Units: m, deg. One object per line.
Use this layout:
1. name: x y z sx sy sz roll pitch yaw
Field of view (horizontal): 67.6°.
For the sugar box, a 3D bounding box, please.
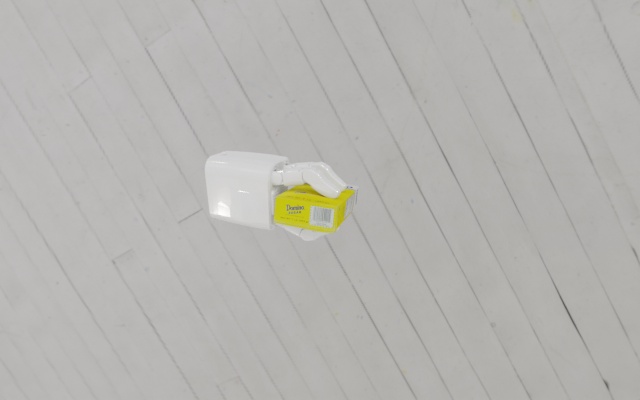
1. sugar box: 0.000 0.002 0.745 0.093 0.048 0.176 10 16 12
